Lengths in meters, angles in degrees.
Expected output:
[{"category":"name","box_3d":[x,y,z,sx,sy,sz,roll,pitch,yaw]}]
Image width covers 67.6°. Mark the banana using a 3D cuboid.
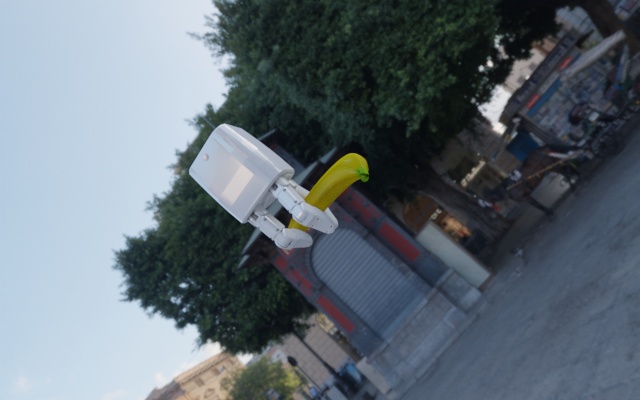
[{"category":"banana","box_3d":[0.009,-0.011,0.656,0.037,0.069,0.198,39,-42,-7]}]
